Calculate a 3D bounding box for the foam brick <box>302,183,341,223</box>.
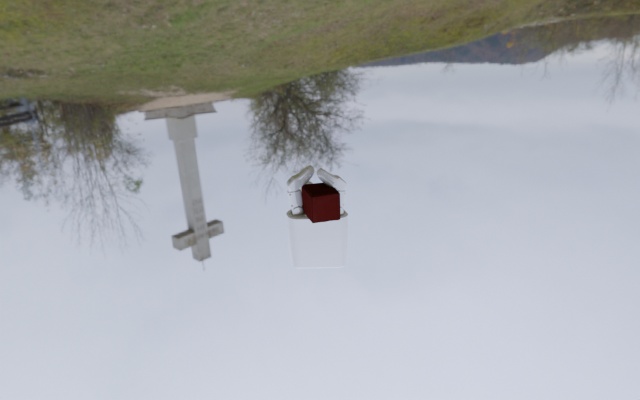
[{"bbox_3d":[0.000,0.003,0.859,0.053,0.051,0.078,-6,18,-14],"label":"foam brick"}]
